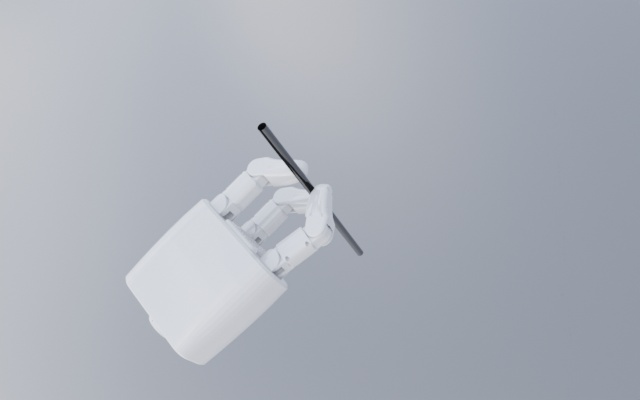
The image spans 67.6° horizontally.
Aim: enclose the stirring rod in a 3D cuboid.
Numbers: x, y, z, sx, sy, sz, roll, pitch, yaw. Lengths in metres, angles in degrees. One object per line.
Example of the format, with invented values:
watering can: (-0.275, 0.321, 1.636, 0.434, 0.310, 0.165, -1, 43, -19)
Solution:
stirring rod: (0.000, 0.002, 0.474, 0.011, 0.011, 0.240, 0, -30, 27)
